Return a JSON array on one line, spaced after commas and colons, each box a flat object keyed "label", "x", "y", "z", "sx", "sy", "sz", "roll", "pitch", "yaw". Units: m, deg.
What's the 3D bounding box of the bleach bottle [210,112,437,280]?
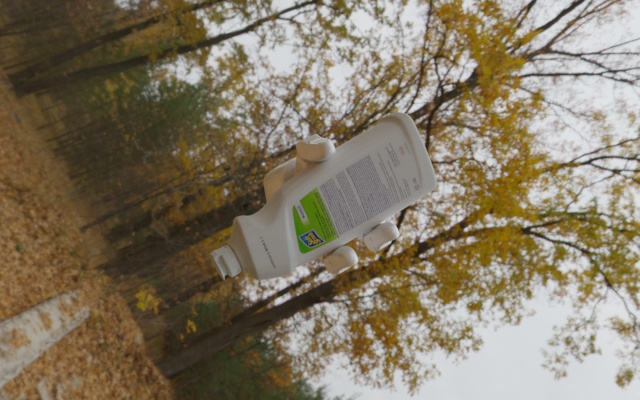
[{"label": "bleach bottle", "x": 0.000, "y": 0.002, "z": 0.503, "sx": 0.251, "sy": 0.102, "sz": 0.068, "roll": -28, "pitch": 9, "yaw": -19}]
